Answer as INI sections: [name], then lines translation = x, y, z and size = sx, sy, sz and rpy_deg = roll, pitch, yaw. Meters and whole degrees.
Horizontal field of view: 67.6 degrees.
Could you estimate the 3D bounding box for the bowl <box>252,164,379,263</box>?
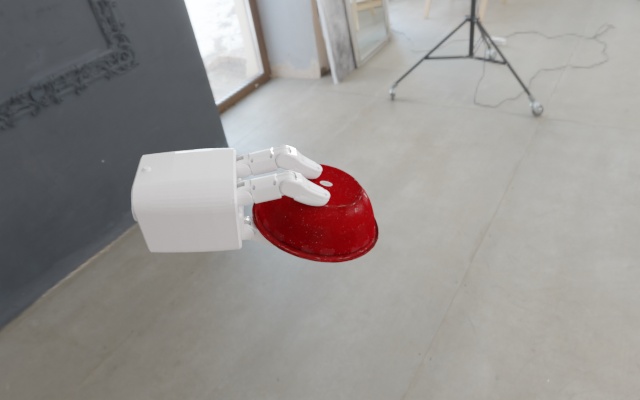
[bowl]
translation = 0.001, 0.001, 0.583
size = 0.162, 0.055, 0.162
rpy_deg = 10, 34, -7
